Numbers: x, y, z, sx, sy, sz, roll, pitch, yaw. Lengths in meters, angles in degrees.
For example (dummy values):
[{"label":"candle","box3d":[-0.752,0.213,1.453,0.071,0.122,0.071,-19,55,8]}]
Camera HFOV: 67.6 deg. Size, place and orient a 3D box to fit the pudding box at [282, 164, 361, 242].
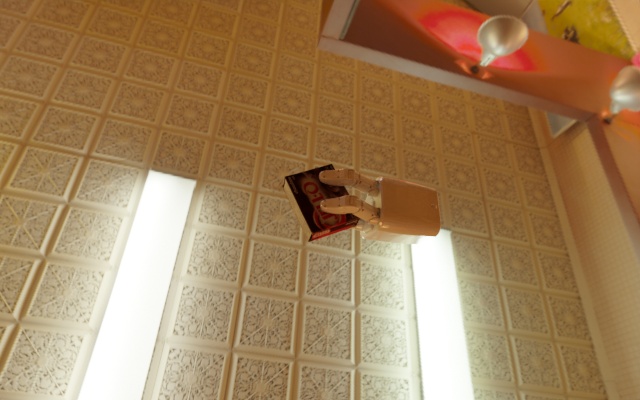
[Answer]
[{"label":"pudding box","box3d":[0.000,0.003,0.781,0.090,0.113,0.039,-17,-27,-24]}]
